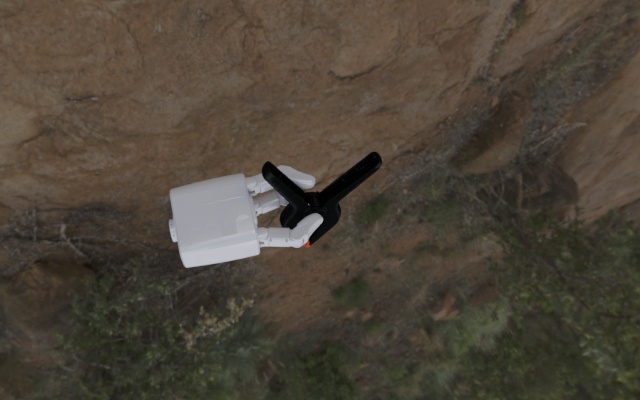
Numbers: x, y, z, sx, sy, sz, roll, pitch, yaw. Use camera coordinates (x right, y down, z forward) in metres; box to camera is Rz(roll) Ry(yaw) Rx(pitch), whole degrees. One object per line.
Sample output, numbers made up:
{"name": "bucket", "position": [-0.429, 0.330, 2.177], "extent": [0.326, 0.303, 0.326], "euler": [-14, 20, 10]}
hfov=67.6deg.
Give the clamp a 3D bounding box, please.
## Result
{"name": "clamp", "position": [0.000, 0.003, 0.701], "extent": [0.164, 0.036, 0.210], "euler": [-10, -34, -10]}
